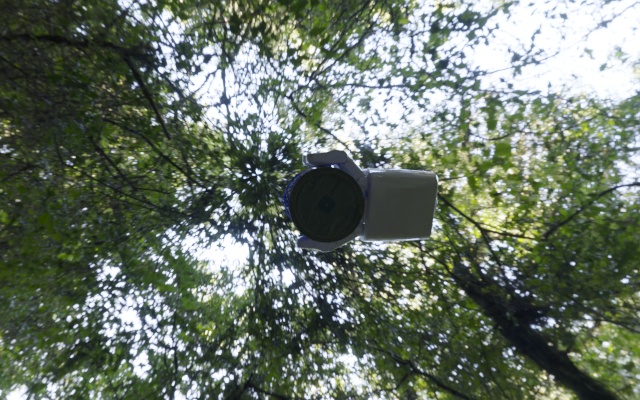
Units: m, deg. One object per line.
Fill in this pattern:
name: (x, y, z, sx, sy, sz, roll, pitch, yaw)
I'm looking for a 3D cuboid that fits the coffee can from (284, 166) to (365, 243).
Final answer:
coffee can: (0.000, 0.002, 0.705, 0.103, 0.103, 0.140, 0, 3, -7)
